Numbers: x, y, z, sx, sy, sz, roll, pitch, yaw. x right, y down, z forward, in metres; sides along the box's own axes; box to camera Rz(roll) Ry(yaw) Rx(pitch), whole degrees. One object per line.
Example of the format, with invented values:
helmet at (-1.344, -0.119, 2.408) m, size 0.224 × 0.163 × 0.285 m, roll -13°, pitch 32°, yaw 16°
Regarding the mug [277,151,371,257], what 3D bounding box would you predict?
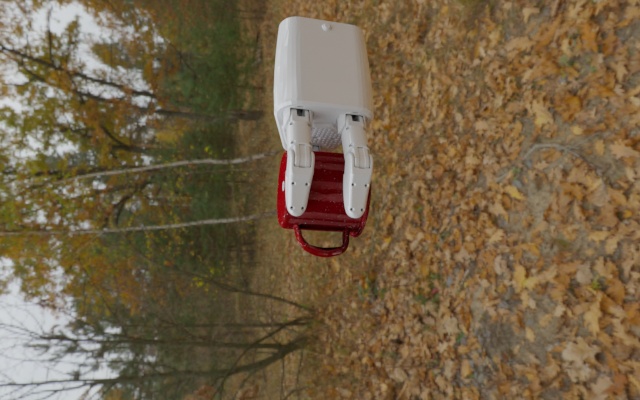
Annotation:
mug at (0.000, 0.003, 0.489) m, size 0.081 × 0.117 × 0.093 m, roll 3°, pitch -23°, yaw -12°
